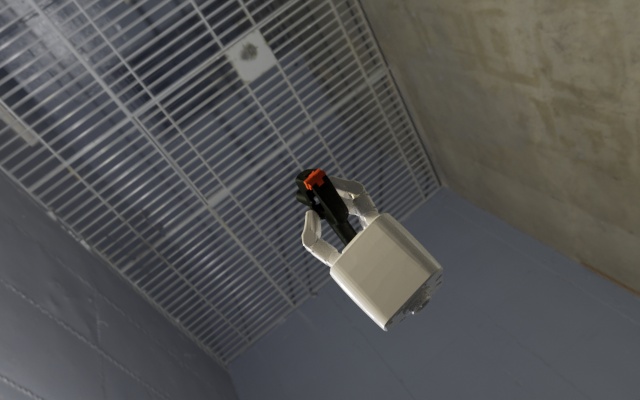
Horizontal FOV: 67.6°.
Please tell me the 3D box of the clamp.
[{"bbox_3d":[0.000,0.003,0.707,0.164,0.036,0.210,42,-10,27],"label":"clamp"}]
